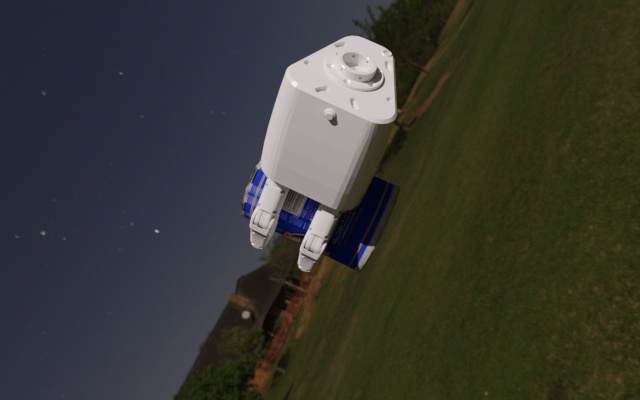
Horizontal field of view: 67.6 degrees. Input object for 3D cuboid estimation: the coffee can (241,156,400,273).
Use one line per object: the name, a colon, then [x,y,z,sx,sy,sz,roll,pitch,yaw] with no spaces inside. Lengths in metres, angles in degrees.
coffee can: [0.000,0.002,0.516,0.140,0.103,0.103,25,1,3]
